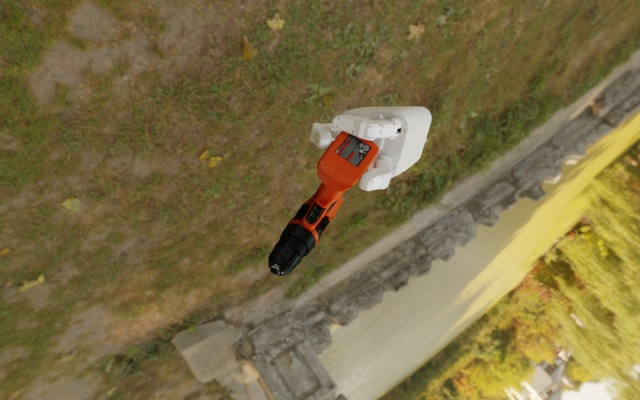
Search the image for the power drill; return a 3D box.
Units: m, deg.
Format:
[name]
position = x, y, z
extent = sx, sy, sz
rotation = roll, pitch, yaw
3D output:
[power drill]
position = 0.000, 0.002, 0.660
extent = 0.057, 0.184, 0.188
rotation = 33, -42, 1
